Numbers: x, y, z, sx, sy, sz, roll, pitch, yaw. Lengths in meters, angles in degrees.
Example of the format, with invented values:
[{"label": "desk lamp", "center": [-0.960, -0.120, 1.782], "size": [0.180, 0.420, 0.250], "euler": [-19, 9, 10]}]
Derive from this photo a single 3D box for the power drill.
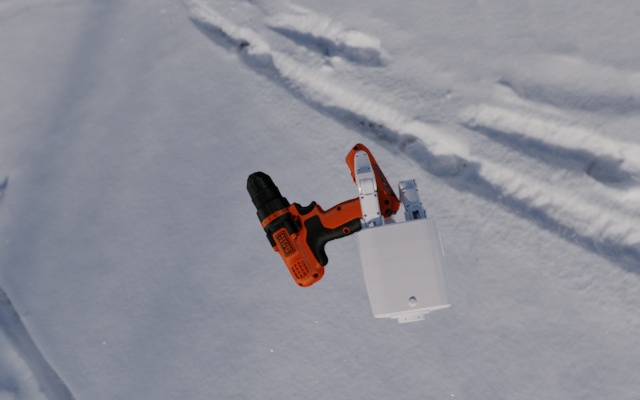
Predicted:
[{"label": "power drill", "center": [0.001, 0.002, 0.666], "size": [0.188, 0.184, 0.057], "euler": [-34, -11, 18]}]
